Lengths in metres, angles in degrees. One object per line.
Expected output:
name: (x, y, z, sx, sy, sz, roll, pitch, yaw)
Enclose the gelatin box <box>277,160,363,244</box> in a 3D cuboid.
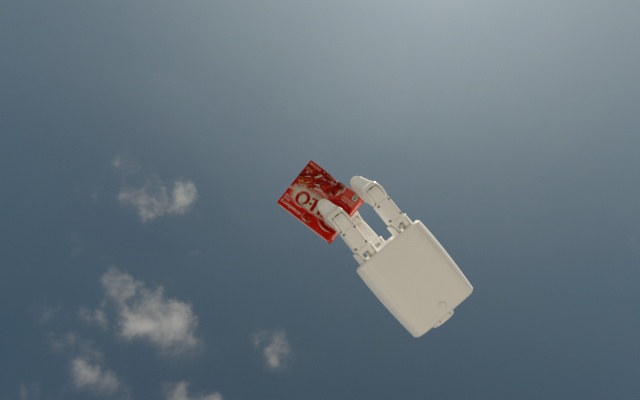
gelatin box: (0.000, 0.002, 0.631, 0.089, 0.073, 0.030, 37, -5, 12)
